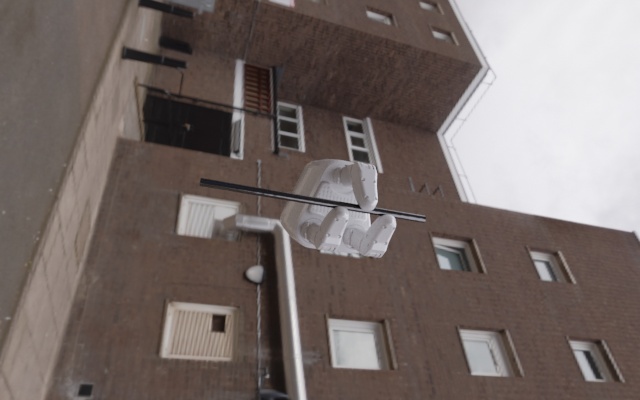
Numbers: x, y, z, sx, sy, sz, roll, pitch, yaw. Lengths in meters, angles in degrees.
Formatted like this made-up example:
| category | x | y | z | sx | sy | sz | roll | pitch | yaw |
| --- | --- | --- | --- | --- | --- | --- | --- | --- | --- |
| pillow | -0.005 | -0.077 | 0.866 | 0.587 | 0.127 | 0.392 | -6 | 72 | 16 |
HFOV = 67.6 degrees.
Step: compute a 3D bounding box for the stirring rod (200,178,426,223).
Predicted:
| category | x | y | z | sx | sy | sz | roll | pitch | yaw |
| --- | --- | --- | --- | --- | --- | --- | --- | --- | --- |
| stirring rod | 0.000 | 0.002 | 0.485 | 0.239 | 0.011 | 0.011 | 10 | -3 | -18 |
